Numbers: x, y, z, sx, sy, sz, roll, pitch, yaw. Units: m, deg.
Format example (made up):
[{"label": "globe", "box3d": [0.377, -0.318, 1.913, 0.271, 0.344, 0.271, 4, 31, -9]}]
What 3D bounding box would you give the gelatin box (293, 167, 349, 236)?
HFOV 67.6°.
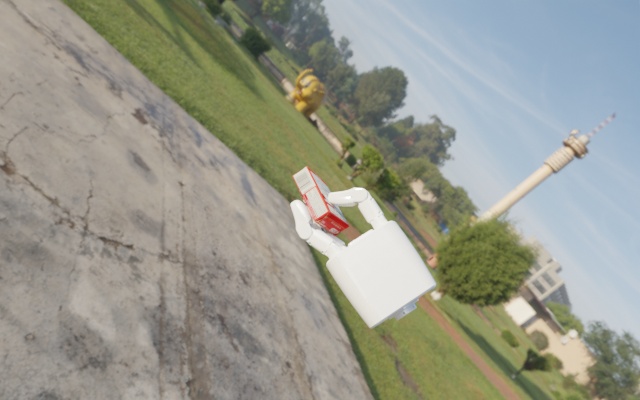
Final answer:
[{"label": "gelatin box", "box3d": [0.000, 0.002, 0.712, 0.030, 0.089, 0.073, -33, -29, 11]}]
